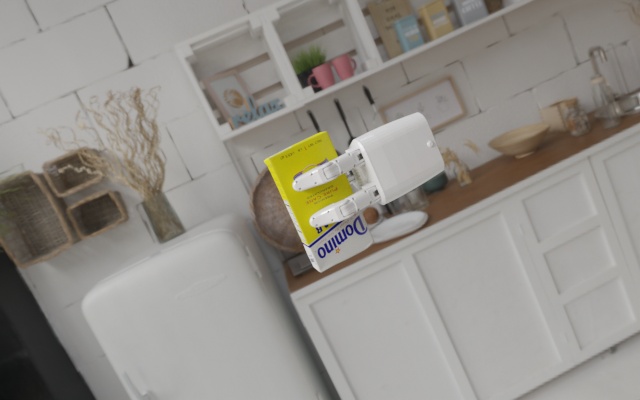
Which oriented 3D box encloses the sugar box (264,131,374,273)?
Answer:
[{"bbox_3d":[0.000,0.002,0.672,0.093,0.176,0.048,-27,9,-12],"label":"sugar box"}]
